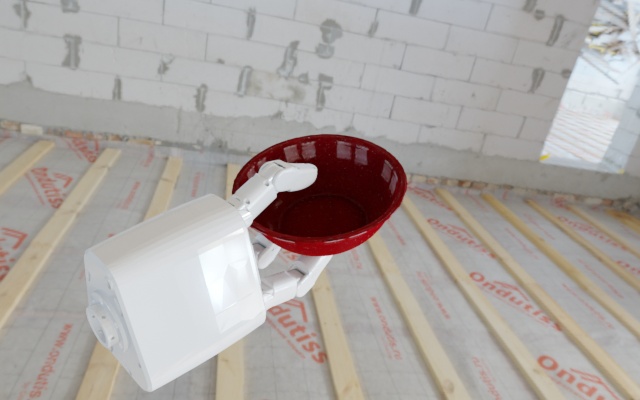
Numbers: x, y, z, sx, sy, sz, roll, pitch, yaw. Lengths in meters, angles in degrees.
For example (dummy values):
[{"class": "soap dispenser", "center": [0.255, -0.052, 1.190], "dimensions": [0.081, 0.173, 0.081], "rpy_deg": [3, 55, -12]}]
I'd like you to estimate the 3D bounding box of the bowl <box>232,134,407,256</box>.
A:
[{"class": "bowl", "center": [0.001, 0.001, 0.458], "dimensions": [0.162, 0.055, 0.162], "rpy_deg": [-4, 40, 3]}]
